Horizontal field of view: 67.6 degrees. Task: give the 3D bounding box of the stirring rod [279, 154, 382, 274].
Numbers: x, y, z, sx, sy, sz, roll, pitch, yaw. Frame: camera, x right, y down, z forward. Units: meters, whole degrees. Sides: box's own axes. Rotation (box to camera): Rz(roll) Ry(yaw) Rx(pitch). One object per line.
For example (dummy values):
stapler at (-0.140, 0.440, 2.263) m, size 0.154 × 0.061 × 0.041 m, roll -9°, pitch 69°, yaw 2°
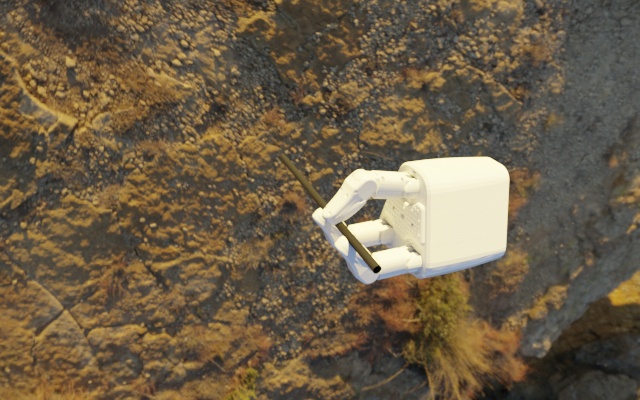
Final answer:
stirring rod at (0.000, 0.001, 0.488) m, size 0.011 × 0.011 × 0.239 m, roll 0°, pitch 27°, yaw -26°
